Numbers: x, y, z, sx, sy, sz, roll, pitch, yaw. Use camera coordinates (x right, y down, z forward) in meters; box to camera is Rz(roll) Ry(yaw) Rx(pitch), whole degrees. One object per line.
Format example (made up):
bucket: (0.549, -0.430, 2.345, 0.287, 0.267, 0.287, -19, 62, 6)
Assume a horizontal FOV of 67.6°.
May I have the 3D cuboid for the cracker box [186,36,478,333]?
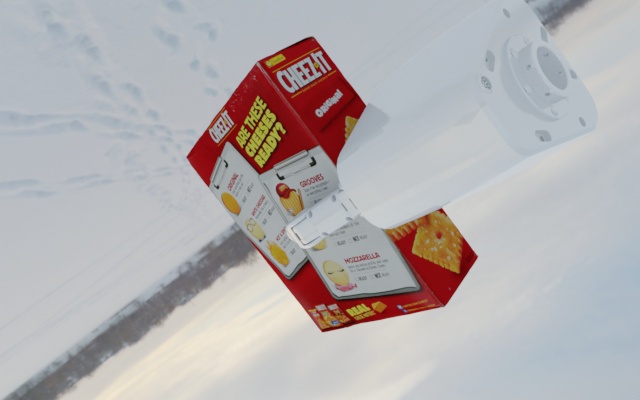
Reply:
cracker box: (0.000, 0.002, 0.405, 0.072, 0.214, 0.164, -40, 5, -38)
